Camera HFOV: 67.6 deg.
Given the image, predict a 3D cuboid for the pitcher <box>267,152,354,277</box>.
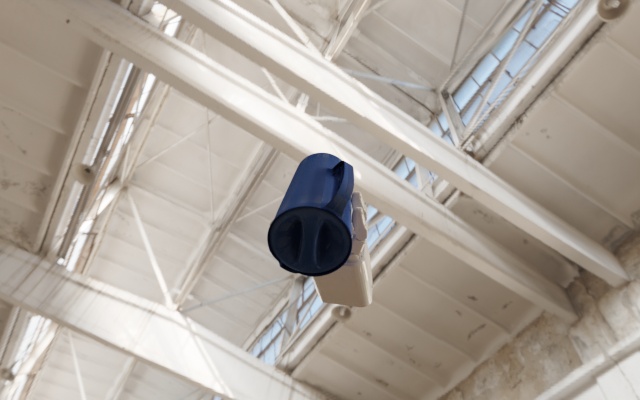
[{"bbox_3d":[0.000,0.003,0.834,0.149,0.145,0.242,-10,29,12],"label":"pitcher"}]
